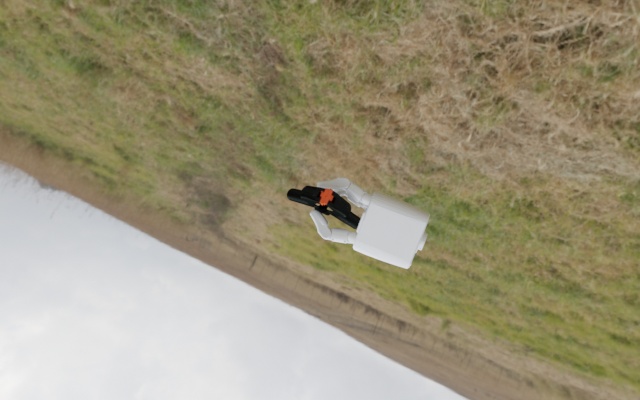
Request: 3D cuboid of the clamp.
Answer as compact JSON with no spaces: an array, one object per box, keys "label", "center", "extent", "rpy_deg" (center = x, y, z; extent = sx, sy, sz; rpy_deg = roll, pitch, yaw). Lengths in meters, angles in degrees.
[{"label":"clamp","center":[0.000,0.004,0.880],"extent":[0.164,0.036,0.210],"rpy_deg":[22,-7,9]}]
